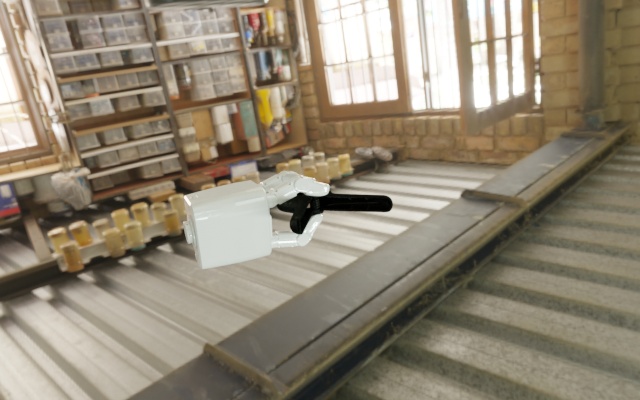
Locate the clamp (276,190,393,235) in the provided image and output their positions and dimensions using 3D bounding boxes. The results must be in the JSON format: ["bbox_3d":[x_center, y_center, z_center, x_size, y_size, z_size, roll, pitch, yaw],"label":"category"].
[{"bbox_3d":[0.000,0.003,0.746,0.164,0.036,0.210,-10,15,-21],"label":"clamp"}]
